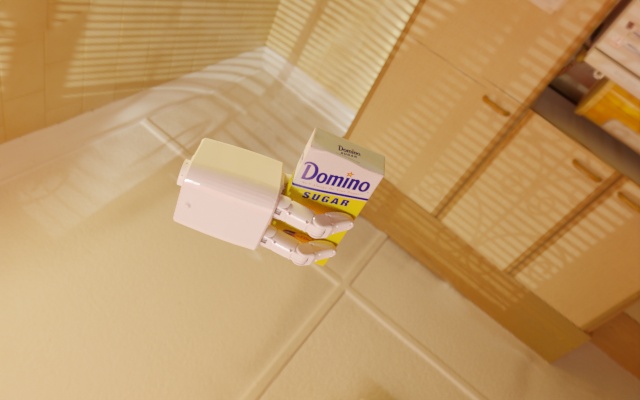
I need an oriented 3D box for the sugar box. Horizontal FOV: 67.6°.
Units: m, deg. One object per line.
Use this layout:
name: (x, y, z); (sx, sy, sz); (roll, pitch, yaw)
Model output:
sugar box: (0.000, 0.002, 0.597); (0.093, 0.048, 0.176); (21, -48, -9)
